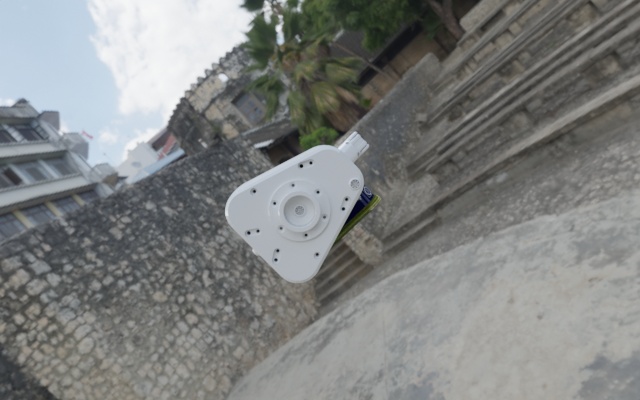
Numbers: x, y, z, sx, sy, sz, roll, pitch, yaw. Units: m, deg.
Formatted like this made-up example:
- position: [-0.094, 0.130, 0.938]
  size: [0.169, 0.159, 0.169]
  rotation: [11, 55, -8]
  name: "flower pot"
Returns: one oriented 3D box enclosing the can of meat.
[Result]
- position: [0.000, 0.001, 0.526]
  size: [0.102, 0.084, 0.057]
  rotation: [-44, 4, 4]
  name: "can of meat"
